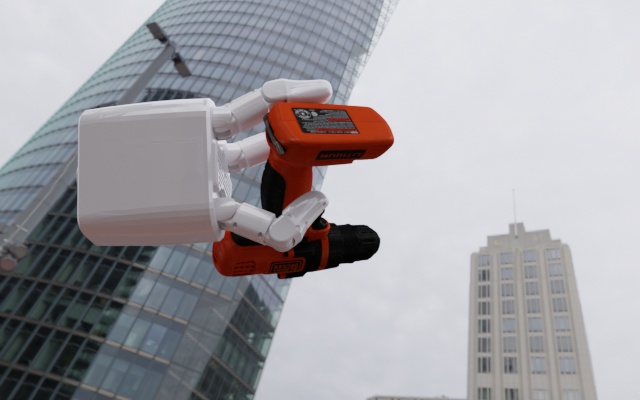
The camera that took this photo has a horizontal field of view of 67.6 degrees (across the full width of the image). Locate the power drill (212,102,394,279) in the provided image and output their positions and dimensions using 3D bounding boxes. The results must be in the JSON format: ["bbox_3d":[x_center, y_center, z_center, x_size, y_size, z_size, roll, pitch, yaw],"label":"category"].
[{"bbox_3d":[0.000,0.001,0.452,0.184,0.188,0.057,-4,45,-27],"label":"power drill"}]
